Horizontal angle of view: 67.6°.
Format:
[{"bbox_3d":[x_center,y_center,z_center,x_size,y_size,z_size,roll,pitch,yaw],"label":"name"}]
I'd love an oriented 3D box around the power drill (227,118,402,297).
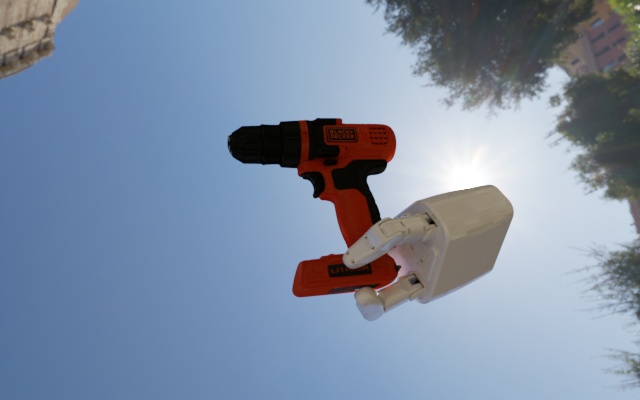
[{"bbox_3d":[0.000,0.002,0.496,0.184,0.187,0.057,-3,-18,-11],"label":"power drill"}]
